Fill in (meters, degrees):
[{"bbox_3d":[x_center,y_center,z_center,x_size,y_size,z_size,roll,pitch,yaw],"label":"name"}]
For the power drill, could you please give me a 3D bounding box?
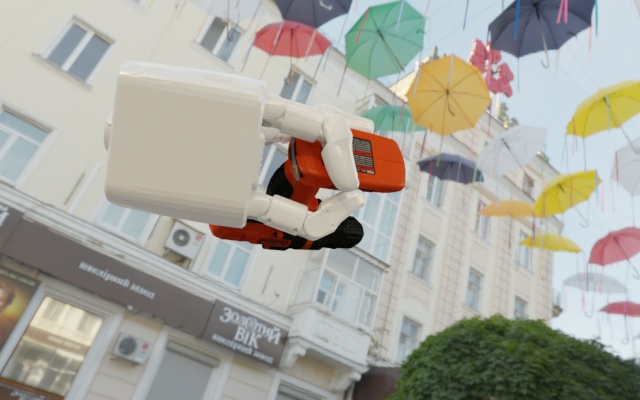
[{"bbox_3d":[0.000,0.001,0.477,0.184,0.057,0.188,7,-29,-28],"label":"power drill"}]
